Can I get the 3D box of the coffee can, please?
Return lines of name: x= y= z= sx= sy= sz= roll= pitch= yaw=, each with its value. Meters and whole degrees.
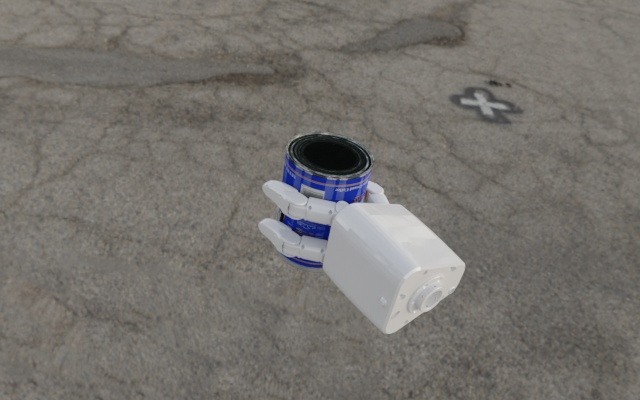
coffee can: x=0.000 y=0.002 z=0.583 sx=0.103 sy=0.140 sz=0.102 roll=7 pitch=35 yaw=-5
